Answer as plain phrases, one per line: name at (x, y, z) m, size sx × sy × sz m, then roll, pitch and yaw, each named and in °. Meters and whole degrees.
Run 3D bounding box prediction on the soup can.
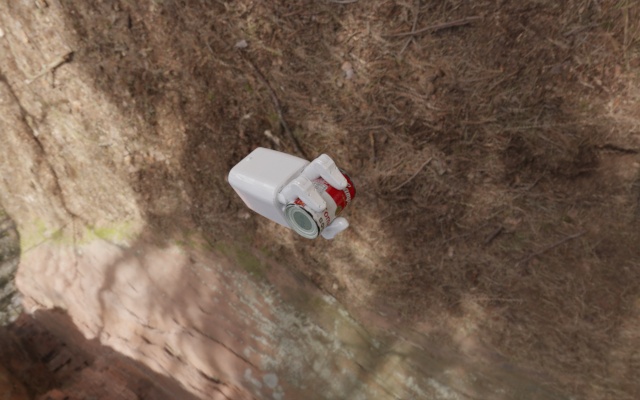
soup can at (0.000, 0.003, 0.743) m, size 0.068 × 0.068 × 0.102 m, roll 0°, pitch 37°, yaw 47°
